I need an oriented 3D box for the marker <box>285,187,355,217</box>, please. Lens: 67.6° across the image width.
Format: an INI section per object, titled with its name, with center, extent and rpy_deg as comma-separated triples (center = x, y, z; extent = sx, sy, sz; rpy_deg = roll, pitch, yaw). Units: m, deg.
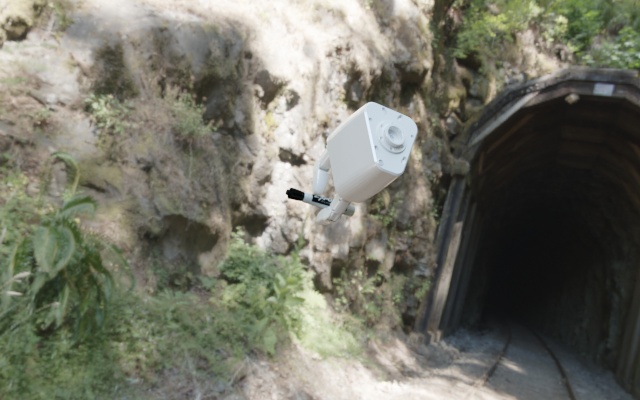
[marker]
center = 0.000, 0.002, 0.773
extent = 0.121, 0.020, 0.020
rpy_deg = 17, -7, -23
